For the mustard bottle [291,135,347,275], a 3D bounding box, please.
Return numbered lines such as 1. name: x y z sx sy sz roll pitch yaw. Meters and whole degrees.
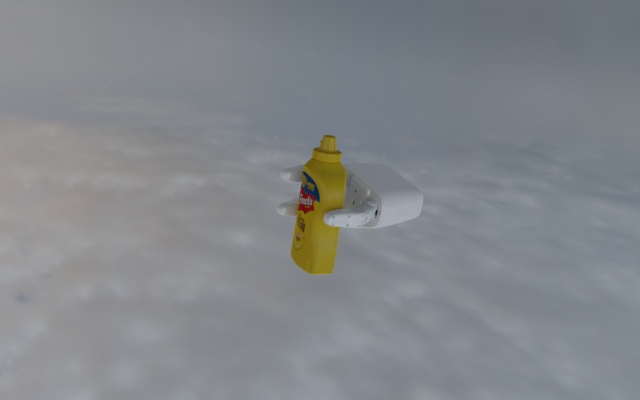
1. mustard bottle: 0.000 0.002 0.682 0.058 0.192 0.096 2 18 -20
